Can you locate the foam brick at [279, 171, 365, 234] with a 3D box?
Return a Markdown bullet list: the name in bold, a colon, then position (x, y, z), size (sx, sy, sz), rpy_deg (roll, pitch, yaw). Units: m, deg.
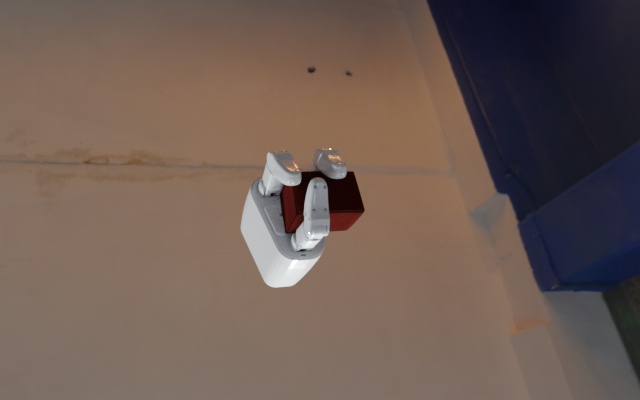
- **foam brick**: position (0.000, 0.002, 0.533), size (0.078, 0.053, 0.051), rpy_deg (-1, -28, -20)
